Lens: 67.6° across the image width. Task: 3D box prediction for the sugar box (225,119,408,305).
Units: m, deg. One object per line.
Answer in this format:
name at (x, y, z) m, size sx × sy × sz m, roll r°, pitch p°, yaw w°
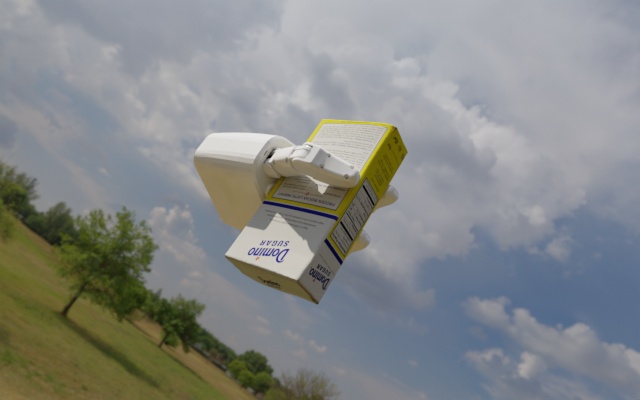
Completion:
sugar box at (0.000, 0.002, 0.442) m, size 0.093 × 0.176 × 0.048 m, roll 12°, pitch -30°, yaw 40°
